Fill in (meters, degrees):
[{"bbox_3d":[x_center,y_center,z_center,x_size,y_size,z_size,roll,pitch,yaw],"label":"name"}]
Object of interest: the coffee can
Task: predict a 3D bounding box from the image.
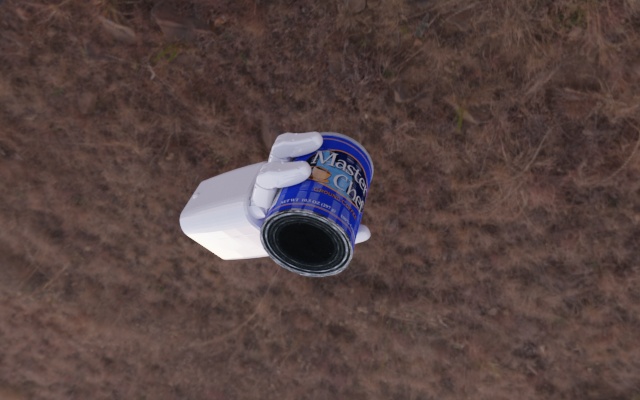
[{"bbox_3d":[0.000,0.002,0.554,0.103,0.103,0.140,0,42,18],"label":"coffee can"}]
